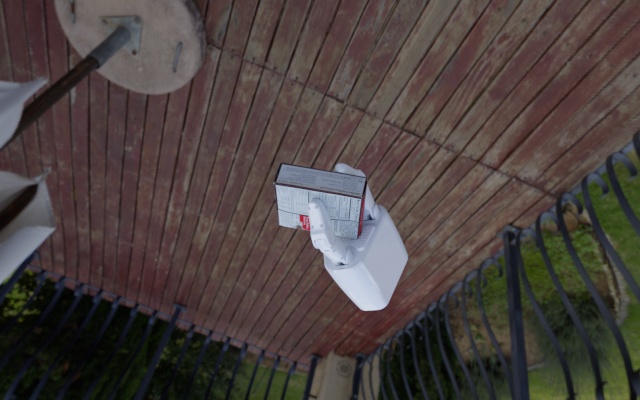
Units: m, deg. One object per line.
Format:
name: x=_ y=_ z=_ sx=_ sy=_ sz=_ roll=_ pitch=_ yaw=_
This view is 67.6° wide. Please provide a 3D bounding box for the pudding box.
pudding box: x=0.000 y=0.002 z=0.604 sx=0.113 sy=0.039 sz=0.090 roll=9 pitch=-39 yaw=6
